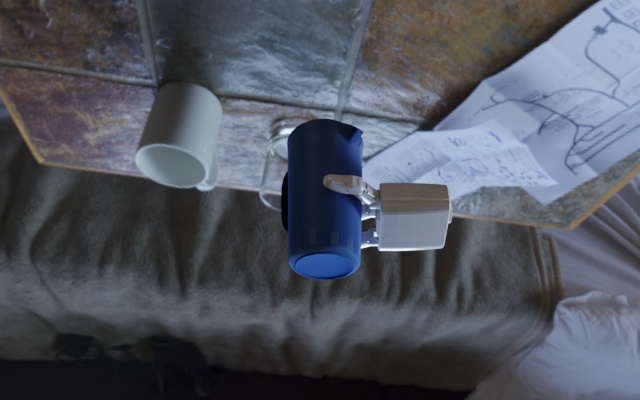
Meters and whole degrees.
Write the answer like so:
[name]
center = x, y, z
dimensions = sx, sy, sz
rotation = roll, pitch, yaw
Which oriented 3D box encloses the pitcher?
[pitcher]
center = 0.000, 0.003, 0.775
dimensions = 0.145, 0.242, 0.149
rotation = 0, -34, 1
